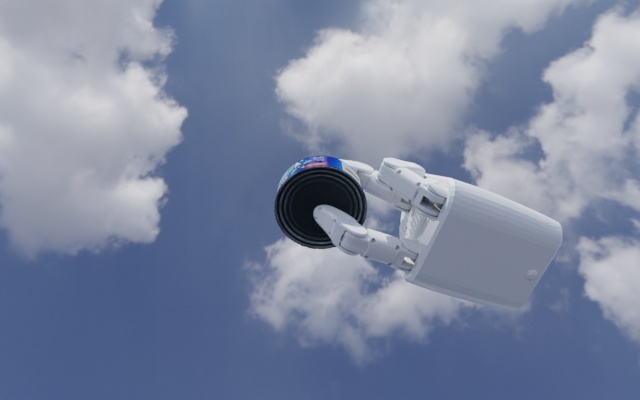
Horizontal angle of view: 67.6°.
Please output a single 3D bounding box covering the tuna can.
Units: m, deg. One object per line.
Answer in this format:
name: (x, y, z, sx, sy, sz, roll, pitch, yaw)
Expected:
tuna can: (0.000, 0.001, 0.454, 0.086, 0.086, 0.033, 0, 26, -1)
